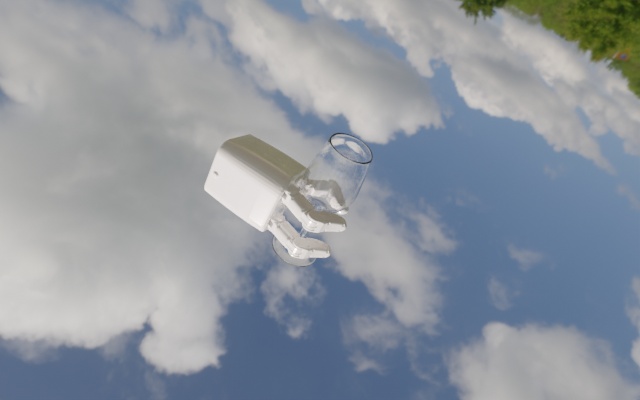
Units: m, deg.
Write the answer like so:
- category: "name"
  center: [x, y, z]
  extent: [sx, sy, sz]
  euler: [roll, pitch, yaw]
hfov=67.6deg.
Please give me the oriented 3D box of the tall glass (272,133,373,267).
- category: "tall glass"
  center: [0.000, 0.003, 0.671]
  extent: [0.079, 0.201, 0.079]
  euler: [19, 37, -15]
